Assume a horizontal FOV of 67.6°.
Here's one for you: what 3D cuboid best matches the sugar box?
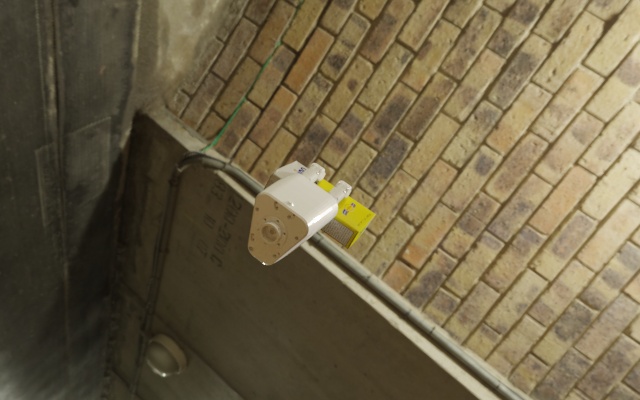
[{"bbox_3d":[0.000,0.002,0.818,0.176,0.048,0.093,36,28,9],"label":"sugar box"}]
